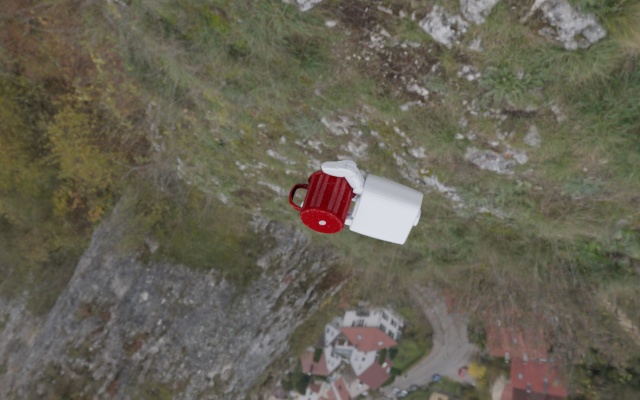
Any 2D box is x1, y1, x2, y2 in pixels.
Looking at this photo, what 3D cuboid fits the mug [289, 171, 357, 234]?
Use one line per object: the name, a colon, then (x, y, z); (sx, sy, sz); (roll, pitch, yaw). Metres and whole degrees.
mug: (-0.001, 0.003, 0.857); (0.117, 0.081, 0.093); (16, -31, 3)
